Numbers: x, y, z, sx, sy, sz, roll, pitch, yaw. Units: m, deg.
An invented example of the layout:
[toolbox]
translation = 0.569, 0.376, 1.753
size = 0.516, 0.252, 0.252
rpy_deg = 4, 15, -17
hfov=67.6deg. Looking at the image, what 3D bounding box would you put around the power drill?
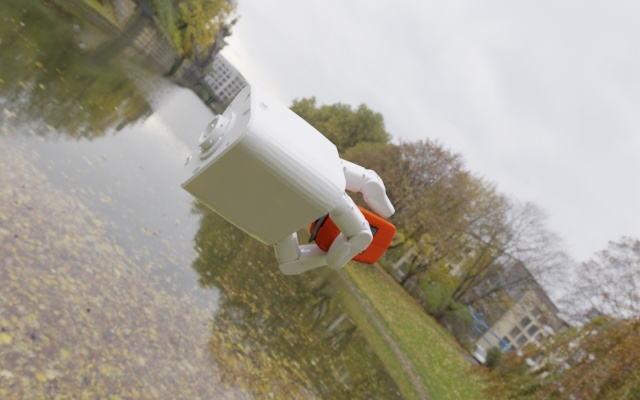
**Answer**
[power drill]
translation = 0.000, 0.002, 0.573
size = 0.184, 0.057, 0.187
rpy_deg = 21, 12, -45
